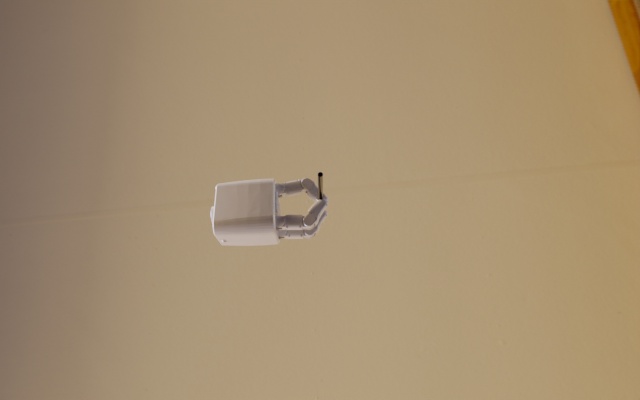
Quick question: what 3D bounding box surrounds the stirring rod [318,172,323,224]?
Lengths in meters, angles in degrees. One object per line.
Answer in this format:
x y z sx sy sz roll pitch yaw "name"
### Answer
0.000 0.003 0.840 0.011 0.011 0.240 0 -21 0 "stirring rod"
